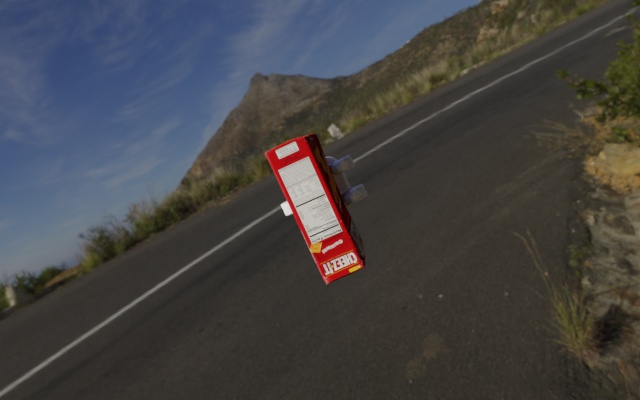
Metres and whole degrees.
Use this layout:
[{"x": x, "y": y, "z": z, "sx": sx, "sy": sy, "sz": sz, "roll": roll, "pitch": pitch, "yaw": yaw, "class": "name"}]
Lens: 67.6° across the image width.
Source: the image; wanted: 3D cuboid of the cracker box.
[{"x": 0.000, "y": 0.002, "z": 0.758, "sx": 0.072, "sy": 0.214, "sz": 0.164, "roll": -24, "pitch": 6, "yaw": 7, "class": "cracker box"}]
